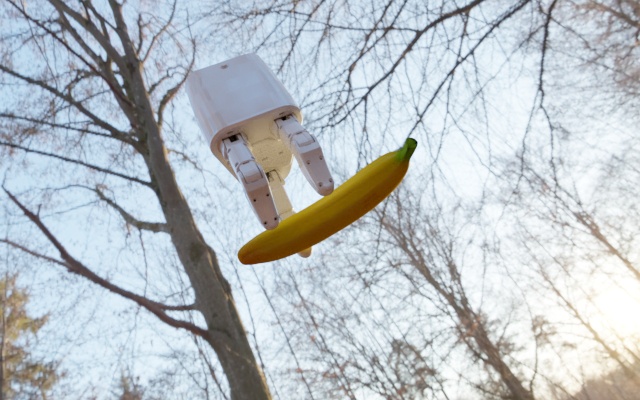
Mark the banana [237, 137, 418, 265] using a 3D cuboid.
[{"bbox_3d":[0.010,0.006,0.461,0.198,0.037,0.070,-36,-30,9],"label":"banana"}]
